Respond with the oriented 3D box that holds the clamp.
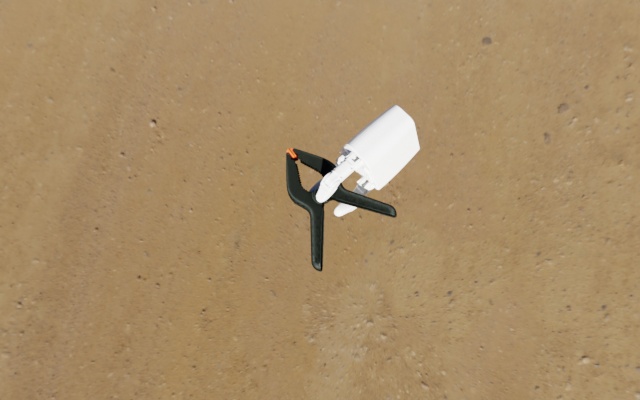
[{"bbox_3d":[0.000,0.002,0.804,0.164,0.210,0.036,-42,-13,-5],"label":"clamp"}]
